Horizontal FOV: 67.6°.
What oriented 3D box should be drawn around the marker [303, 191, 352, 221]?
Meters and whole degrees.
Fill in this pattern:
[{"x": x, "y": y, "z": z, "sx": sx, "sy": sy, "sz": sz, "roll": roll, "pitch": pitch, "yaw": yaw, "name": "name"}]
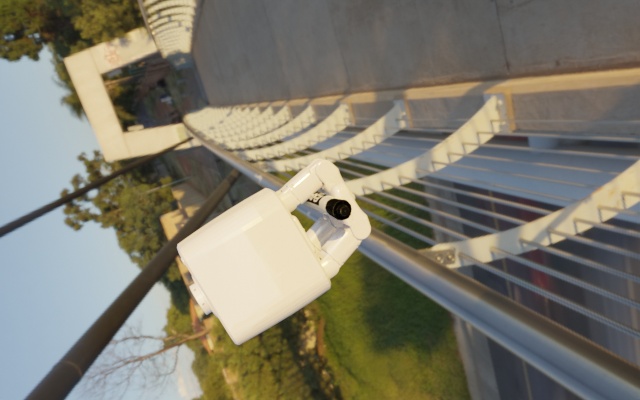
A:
[{"x": 0.000, "y": 0.001, "z": 0.469, "sx": 0.020, "sy": 0.020, "sz": 0.121, "roll": 0, "pitch": 8, "yaw": -21, "name": "marker"}]
